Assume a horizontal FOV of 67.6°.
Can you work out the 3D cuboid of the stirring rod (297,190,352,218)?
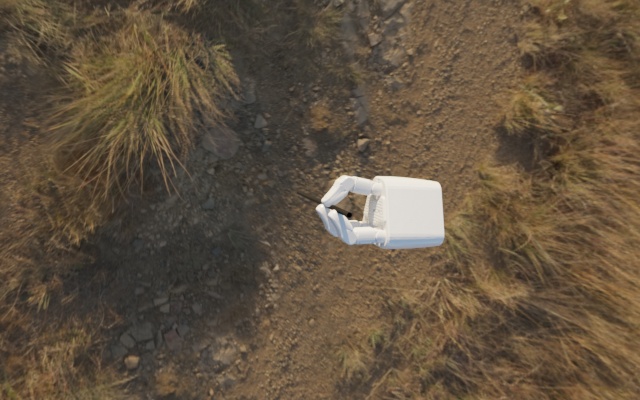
[{"bbox_3d":[0.000,0.002,0.780,0.011,0.011,0.239,0,9,-20],"label":"stirring rod"}]
